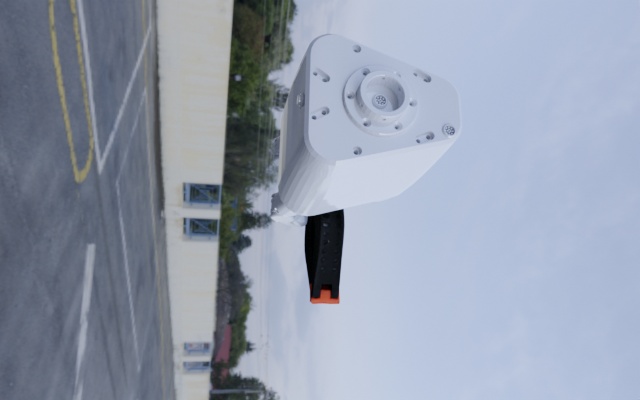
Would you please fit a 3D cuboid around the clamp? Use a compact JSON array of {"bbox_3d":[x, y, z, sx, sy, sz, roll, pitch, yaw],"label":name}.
[{"bbox_3d":[0.001,0.002,0.492,0.036,0.210,0.164,3,-17,-10],"label":"clamp"}]
